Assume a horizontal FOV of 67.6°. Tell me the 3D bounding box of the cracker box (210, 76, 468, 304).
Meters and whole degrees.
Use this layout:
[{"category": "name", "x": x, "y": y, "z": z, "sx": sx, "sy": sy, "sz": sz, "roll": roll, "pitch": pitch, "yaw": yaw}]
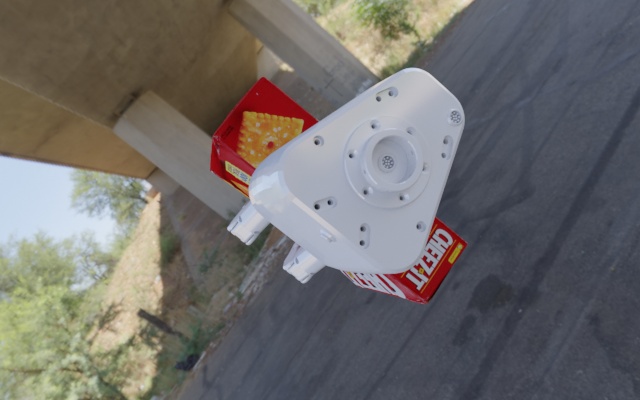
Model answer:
[{"category": "cracker box", "x": 0.000, "y": 0.001, "z": 0.443, "sx": 0.214, "sy": 0.072, "sz": 0.164, "roll": 39, "pitch": -12, "yaw": -9}]
